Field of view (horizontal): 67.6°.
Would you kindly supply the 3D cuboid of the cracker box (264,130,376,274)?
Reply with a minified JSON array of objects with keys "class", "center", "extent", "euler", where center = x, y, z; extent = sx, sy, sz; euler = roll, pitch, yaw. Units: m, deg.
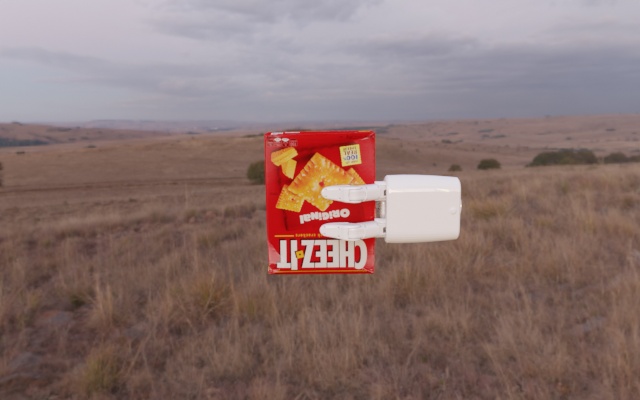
[{"class":"cracker box","center":[0.000,0.002,0.726],"extent":[0.164,0.214,0.072],"euler":[-1,9,1]}]
